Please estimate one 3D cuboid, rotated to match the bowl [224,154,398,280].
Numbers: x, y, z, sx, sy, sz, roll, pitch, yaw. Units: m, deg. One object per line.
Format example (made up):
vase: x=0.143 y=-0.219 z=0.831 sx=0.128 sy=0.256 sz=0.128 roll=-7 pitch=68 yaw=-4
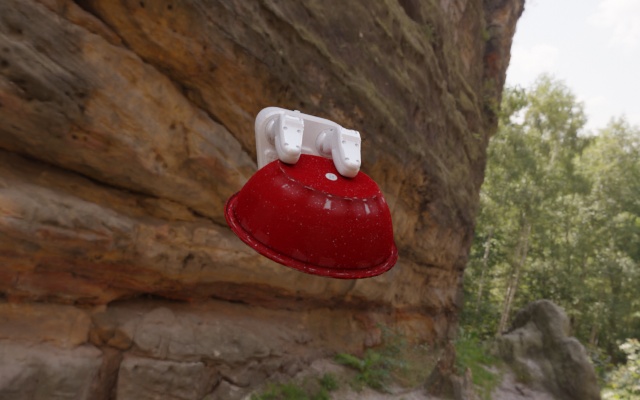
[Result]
bowl: x=0.001 y=0.002 z=0.422 sx=0.162 sy=0.055 sz=0.162 roll=15 pitch=23 yaw=-6
